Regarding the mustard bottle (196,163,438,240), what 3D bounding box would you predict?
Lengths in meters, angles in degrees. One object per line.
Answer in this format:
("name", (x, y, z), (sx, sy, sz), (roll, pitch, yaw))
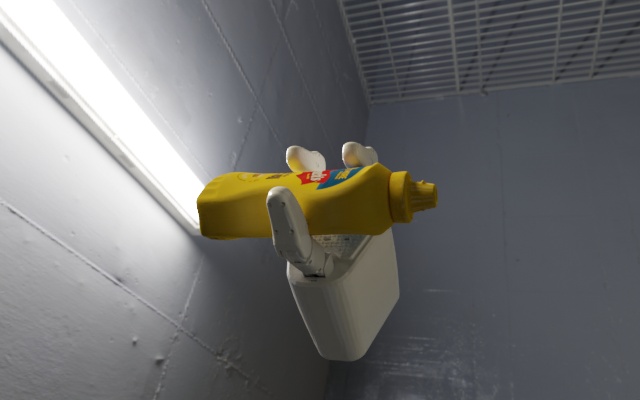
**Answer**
("mustard bottle", (0.000, 0.001, 0.402), (0.191, 0.058, 0.096), (-2, 10, 20))
